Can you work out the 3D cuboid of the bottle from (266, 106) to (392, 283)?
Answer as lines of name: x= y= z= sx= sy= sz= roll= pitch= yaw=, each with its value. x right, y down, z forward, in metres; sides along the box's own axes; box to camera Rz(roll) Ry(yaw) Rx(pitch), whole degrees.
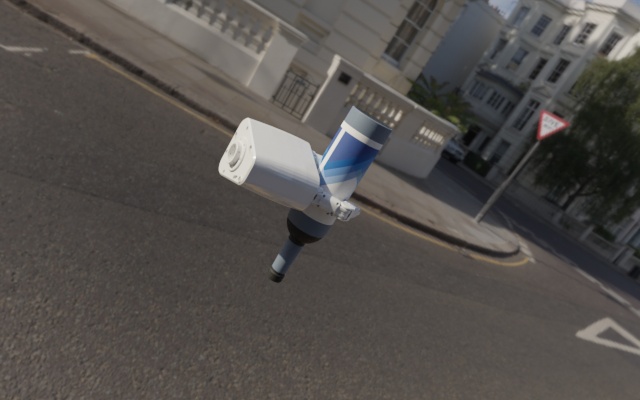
bottle: x=0.000 y=0.002 z=0.721 sx=0.069 sy=0.296 sz=0.069 roll=29 pitch=16 yaw=-9
